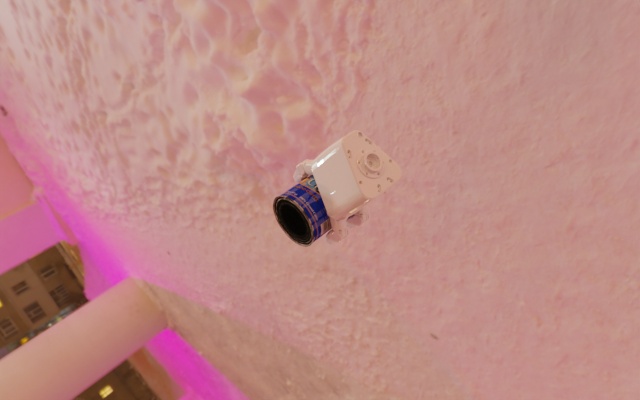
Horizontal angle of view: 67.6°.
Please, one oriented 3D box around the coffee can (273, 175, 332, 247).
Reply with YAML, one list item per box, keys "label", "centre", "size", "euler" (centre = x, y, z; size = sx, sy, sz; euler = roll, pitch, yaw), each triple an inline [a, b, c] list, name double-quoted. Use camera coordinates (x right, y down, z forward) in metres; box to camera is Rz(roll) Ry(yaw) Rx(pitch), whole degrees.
- label: "coffee can"
  centre: [0.000, 0.003, 0.859]
  size: [0.140, 0.103, 0.103]
  euler: [-35, 20, -32]
